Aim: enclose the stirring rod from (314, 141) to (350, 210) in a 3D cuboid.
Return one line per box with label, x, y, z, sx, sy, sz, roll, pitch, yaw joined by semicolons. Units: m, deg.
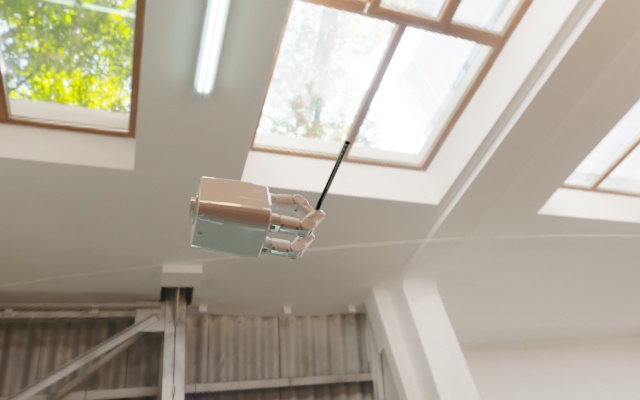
stirring rod;0.000;0.002;0.739;0.011;0.011;0.240;0;-43;-25
